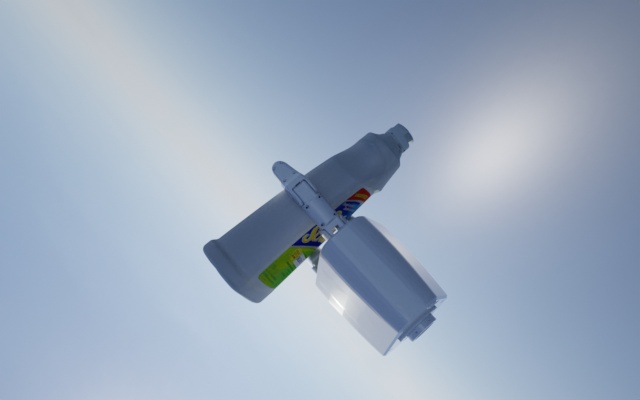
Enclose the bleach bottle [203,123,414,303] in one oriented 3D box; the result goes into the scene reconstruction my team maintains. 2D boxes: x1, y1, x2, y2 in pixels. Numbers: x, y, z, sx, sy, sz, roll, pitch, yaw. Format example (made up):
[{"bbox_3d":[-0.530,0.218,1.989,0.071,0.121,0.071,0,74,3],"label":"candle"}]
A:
[{"bbox_3d":[0.000,0.002,0.517,0.251,0.068,0.103,-41,-23,-7],"label":"bleach bottle"}]
